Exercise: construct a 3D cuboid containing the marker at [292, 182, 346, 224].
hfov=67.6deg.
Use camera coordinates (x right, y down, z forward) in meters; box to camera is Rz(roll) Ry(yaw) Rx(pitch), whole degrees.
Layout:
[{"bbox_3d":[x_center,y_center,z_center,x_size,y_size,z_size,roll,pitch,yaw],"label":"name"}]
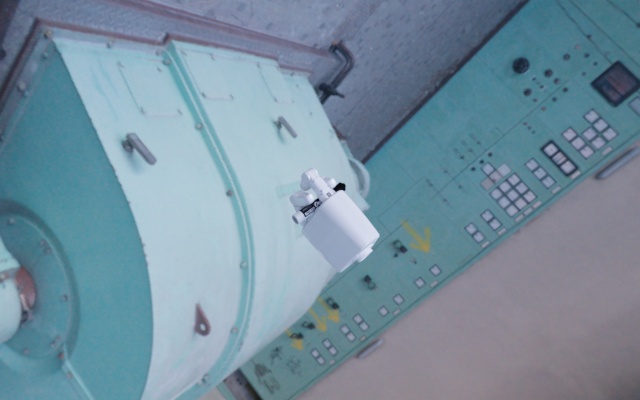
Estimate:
[{"bbox_3d":[0.000,0.003,0.849,0.121,0.020,0.020,-35,18,-27],"label":"marker"}]
